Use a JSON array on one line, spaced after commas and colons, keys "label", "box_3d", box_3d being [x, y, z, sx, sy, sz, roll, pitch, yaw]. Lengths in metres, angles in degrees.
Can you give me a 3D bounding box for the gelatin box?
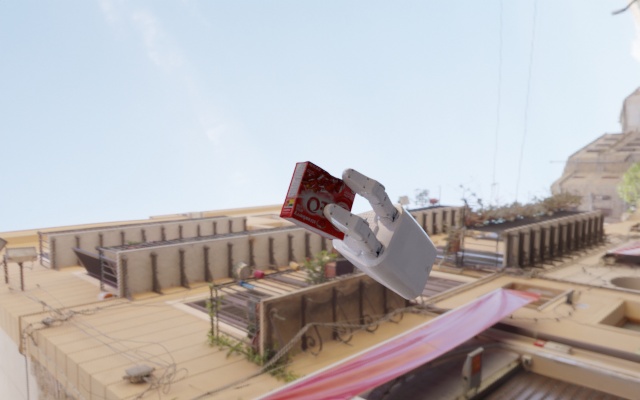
[{"label": "gelatin box", "box_3d": [0.000, 0.002, 0.592, 0.089, 0.073, 0.030, 27, -17, -35]}]
